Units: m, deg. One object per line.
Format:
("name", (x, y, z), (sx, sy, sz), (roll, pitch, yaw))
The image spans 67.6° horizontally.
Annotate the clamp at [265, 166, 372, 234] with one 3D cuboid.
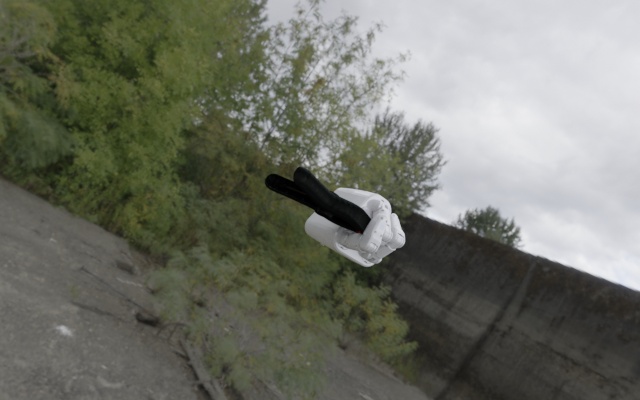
("clamp", (0.001, 0.002, 0.694), (0.171, 0.039, 0.120), (36, -12, -30))
